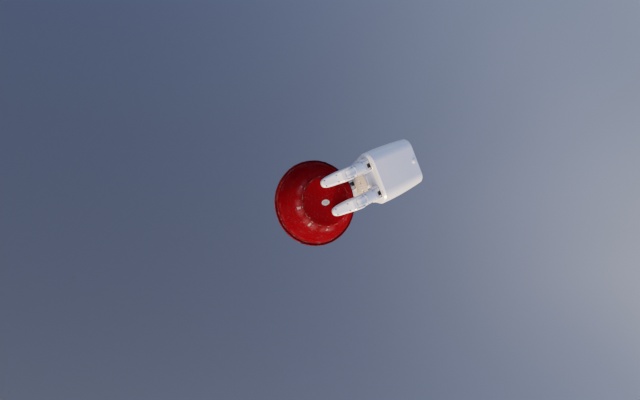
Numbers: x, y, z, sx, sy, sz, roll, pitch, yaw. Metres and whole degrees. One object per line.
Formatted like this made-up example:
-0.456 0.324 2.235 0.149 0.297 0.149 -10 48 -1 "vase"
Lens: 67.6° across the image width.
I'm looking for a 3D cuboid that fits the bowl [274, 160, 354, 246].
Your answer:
-0.001 0.004 0.873 0.162 0.162 0.055 0 -4 -21 "bowl"
